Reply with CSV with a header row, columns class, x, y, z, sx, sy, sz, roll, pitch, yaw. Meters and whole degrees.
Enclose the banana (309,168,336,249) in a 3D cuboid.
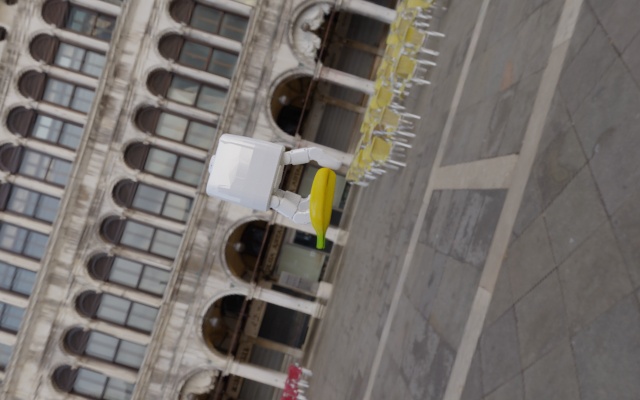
class,x,y,z,sx,sy,sz,roll,pitch,yaw
banana,0.003,-0.011,0.768,0.037,0.070,0.197,11,35,-1
